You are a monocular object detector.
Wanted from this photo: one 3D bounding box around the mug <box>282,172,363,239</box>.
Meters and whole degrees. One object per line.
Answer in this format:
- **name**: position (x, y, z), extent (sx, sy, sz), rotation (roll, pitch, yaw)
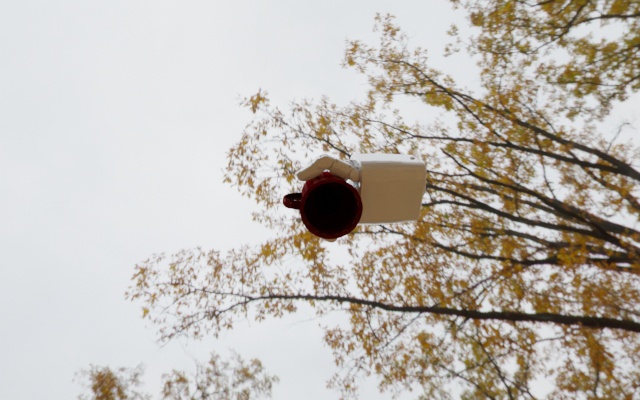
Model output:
- **mug**: position (-0.001, 0.002, 0.734), extent (0.117, 0.093, 0.081), rotation (0, 16, -6)
